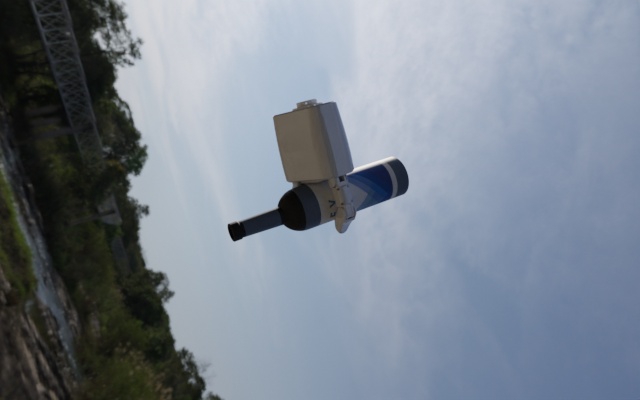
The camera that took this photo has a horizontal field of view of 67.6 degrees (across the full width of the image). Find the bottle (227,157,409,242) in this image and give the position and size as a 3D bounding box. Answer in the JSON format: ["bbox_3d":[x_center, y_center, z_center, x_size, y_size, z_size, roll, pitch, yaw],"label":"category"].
[{"bbox_3d":[0.000,0.002,0.735,0.295,0.069,0.069,-19,8,-25],"label":"bottle"}]
